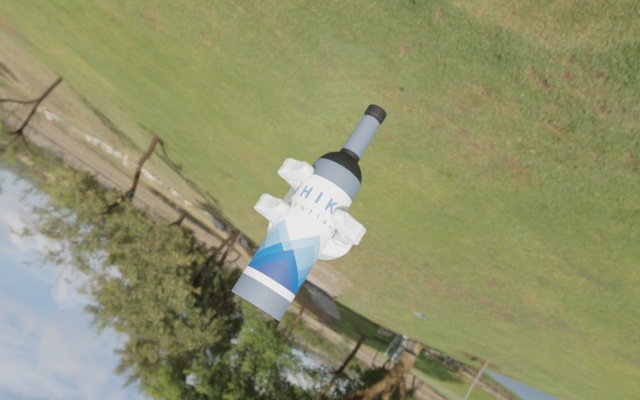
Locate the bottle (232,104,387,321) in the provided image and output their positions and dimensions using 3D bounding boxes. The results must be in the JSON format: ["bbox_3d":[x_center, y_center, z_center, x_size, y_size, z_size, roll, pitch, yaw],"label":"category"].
[{"bbox_3d":[0.000,0.002,0.591,0.069,0.295,0.069,30,-15,9],"label":"bottle"}]
